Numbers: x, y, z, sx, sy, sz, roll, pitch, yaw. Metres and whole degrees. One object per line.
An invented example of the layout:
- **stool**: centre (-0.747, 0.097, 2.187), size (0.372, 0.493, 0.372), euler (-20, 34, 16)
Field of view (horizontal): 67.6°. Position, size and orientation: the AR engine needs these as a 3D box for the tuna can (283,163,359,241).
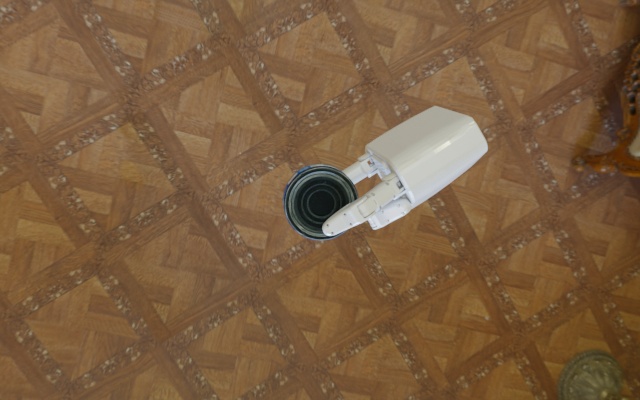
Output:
- **tuna can**: centre (0.000, 0.002, 0.543), size (0.086, 0.086, 0.033), euler (0, 9, -5)
